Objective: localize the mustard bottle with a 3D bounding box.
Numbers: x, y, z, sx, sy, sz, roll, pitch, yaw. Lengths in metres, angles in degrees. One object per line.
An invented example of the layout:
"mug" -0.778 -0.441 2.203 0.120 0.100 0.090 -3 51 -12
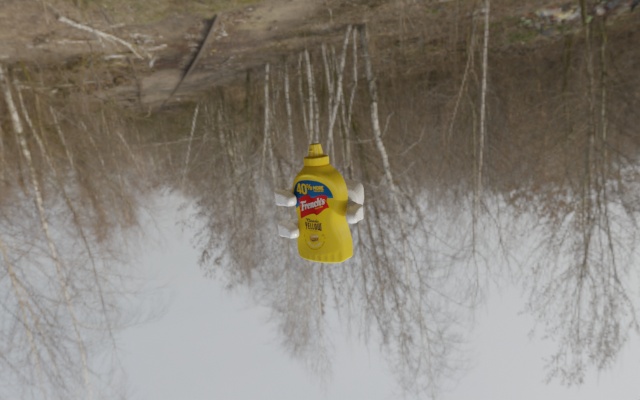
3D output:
"mustard bottle" 0.000 0.003 0.781 0.096 0.192 0.058 4 15 38
